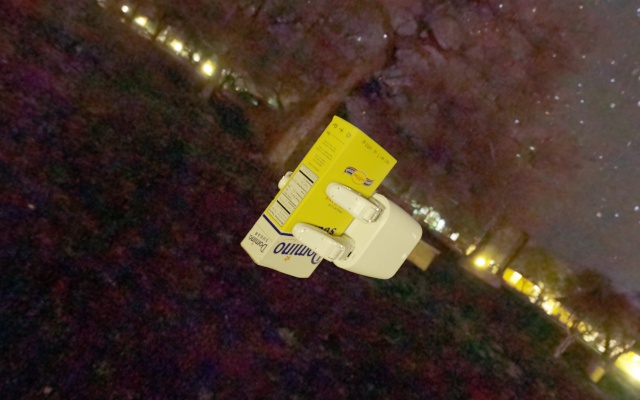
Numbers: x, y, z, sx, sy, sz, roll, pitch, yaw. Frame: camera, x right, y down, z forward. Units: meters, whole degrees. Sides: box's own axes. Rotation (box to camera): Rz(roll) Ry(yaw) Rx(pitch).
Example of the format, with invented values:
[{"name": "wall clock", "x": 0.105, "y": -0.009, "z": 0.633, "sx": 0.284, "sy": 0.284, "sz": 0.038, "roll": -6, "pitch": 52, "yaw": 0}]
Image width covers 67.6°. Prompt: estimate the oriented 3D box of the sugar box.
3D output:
[{"name": "sugar box", "x": 0.001, "y": 0.002, "z": 0.532, "sx": 0.048, "sy": 0.176, "sz": 0.093, "roll": 39, "pitch": 8, "yaw": 39}]
